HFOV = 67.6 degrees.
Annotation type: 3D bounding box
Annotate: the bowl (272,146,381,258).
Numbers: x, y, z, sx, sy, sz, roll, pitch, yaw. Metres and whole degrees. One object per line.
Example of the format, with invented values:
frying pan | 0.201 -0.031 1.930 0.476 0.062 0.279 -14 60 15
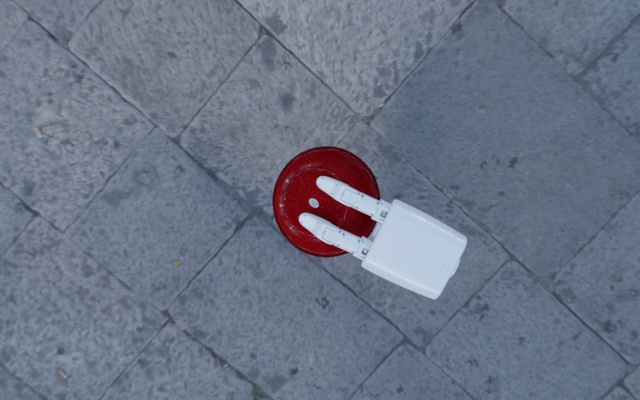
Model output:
bowl | -0.001 0.002 0.666 0.162 0.162 0.055 0 1 15
